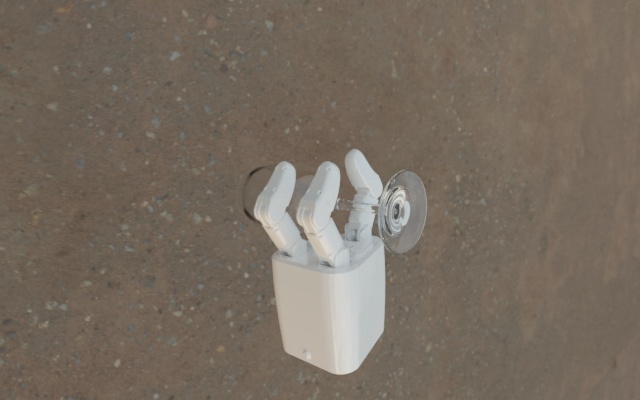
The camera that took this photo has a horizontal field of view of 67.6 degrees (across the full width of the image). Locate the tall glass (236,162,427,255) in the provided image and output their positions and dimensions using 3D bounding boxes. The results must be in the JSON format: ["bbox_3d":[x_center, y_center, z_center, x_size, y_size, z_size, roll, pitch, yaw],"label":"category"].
[{"bbox_3d":[0.001,0.001,0.481,0.201,0.079,0.079,8,5,42],"label":"tall glass"}]
